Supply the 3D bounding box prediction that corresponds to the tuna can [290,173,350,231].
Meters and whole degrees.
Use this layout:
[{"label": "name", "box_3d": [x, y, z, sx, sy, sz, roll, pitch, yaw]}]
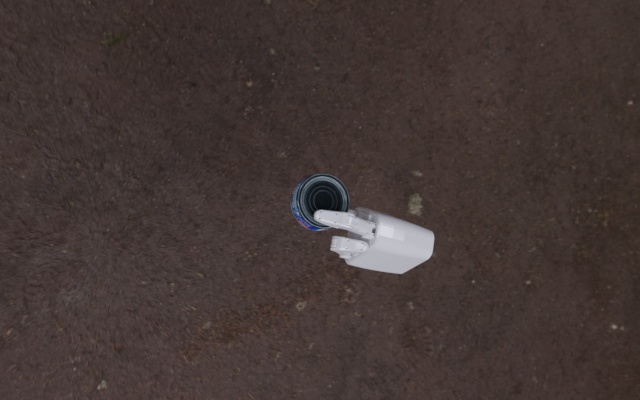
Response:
[{"label": "tuna can", "box_3d": [0.000, 0.002, 0.723, 0.086, 0.086, 0.034, 0, -7, -19]}]
